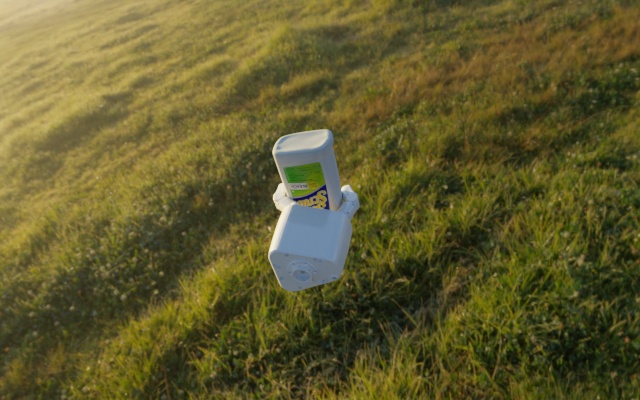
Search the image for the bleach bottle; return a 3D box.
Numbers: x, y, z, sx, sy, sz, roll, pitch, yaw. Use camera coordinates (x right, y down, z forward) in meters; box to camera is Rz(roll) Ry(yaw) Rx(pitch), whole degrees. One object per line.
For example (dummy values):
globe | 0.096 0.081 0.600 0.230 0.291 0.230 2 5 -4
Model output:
bleach bottle | 0.000 0.003 0.835 0.102 0.251 0.068 -5 37 18
